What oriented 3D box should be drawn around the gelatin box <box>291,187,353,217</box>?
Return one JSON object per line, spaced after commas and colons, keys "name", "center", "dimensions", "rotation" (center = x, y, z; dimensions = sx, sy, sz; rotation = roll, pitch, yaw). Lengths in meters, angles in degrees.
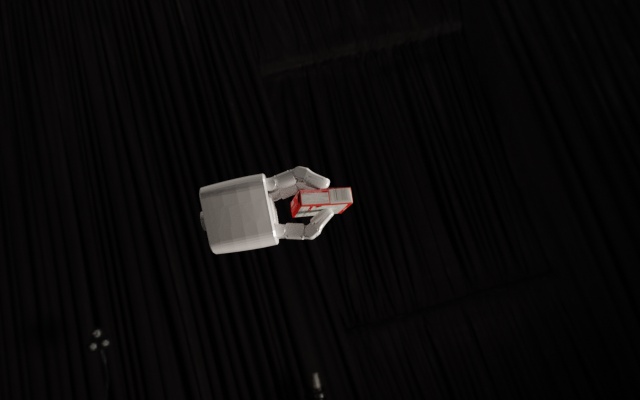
{"name": "gelatin box", "center": [0.001, 0.003, 0.786], "dimensions": [0.089, 0.030, 0.073], "rotation": [-3, -14, -14]}
